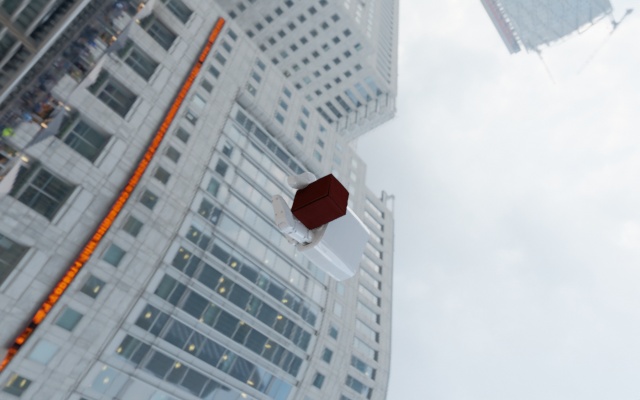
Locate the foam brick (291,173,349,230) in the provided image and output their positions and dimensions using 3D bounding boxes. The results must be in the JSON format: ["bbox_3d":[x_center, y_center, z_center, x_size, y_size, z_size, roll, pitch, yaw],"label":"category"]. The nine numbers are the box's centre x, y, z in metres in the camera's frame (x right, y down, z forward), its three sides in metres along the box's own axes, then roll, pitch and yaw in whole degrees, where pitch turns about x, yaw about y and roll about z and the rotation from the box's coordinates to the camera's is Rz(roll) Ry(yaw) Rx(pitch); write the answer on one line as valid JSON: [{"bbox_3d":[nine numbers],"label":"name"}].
[{"bbox_3d":[0.000,0.002,0.768,0.078,0.053,0.051,-25,-56,32],"label":"foam brick"}]
